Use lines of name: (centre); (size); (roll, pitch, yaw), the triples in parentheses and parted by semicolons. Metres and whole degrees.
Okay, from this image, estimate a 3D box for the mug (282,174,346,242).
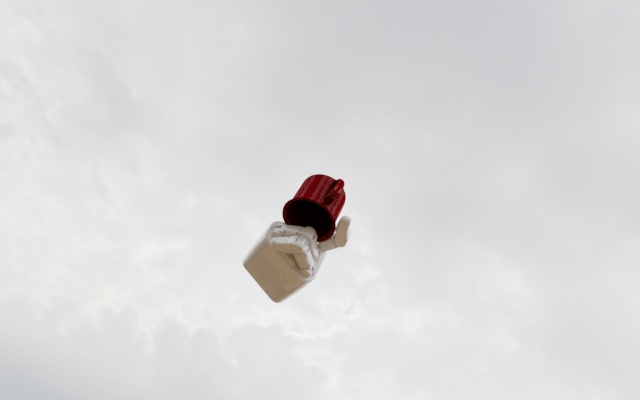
mug: (0.001, 0.002, 0.791); (0.117, 0.093, 0.081); (-45, 11, 42)
